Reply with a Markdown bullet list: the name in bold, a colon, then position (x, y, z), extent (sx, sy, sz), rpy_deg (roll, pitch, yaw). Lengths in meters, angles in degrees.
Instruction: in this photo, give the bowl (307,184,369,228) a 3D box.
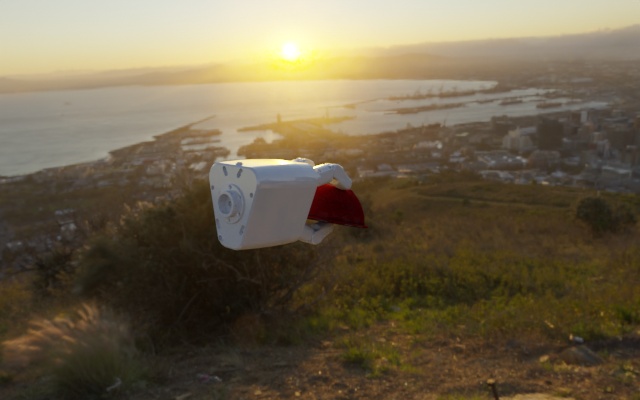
- **bowl**: position (0.001, 0.002, 0.745), extent (0.162, 0.055, 0.162), rpy_deg (11, -1, 0)
